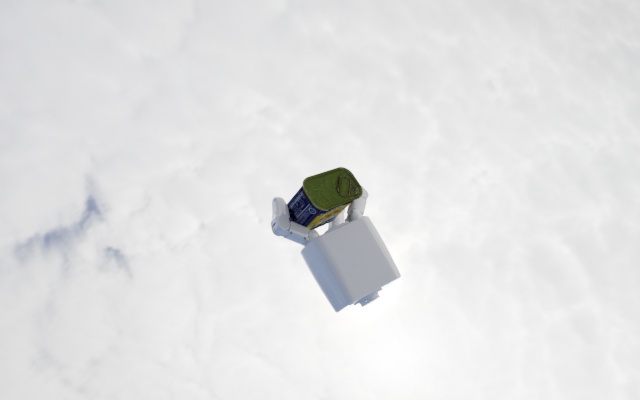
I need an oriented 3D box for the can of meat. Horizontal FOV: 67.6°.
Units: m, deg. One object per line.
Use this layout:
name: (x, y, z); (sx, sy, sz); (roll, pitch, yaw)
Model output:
can of meat: (0.000, 0.002, 0.720); (0.102, 0.057, 0.084); (-21, -18, -42)
